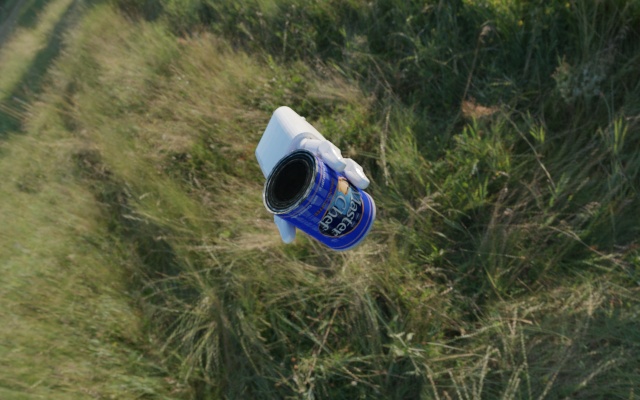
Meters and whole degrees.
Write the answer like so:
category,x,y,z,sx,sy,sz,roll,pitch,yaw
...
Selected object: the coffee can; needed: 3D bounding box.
category,x,y,z,sx,sy,sz,roll,pitch,yaw
coffee can,0.000,0.003,0.703,0.103,0.102,0.140,0,-25,44
